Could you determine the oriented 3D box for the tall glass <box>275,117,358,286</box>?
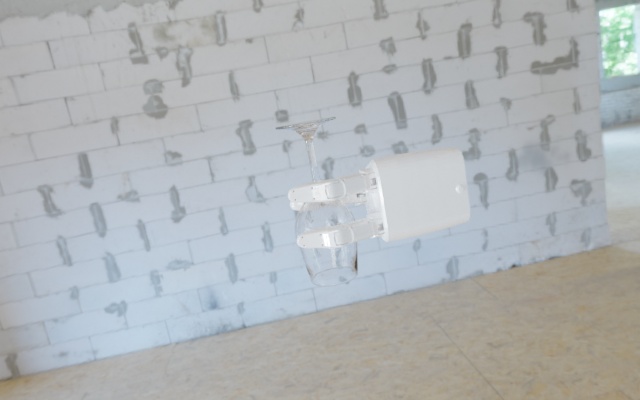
[{"bbox_3d":[0.000,0.001,0.593,0.079,0.201,0.079,-10,11,2],"label":"tall glass"}]
